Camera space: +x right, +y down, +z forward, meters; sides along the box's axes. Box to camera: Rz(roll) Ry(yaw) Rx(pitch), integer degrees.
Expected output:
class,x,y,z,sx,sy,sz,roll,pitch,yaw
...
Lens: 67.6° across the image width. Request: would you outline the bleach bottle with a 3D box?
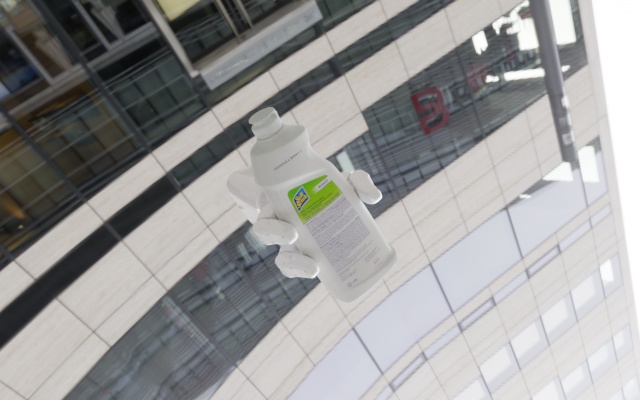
class,x,y,z,sx,sy,sz,roll,pitch,yaw
bleach bottle,0.000,0.002,0.548,0.102,0.251,0.068,-40,32,-17
